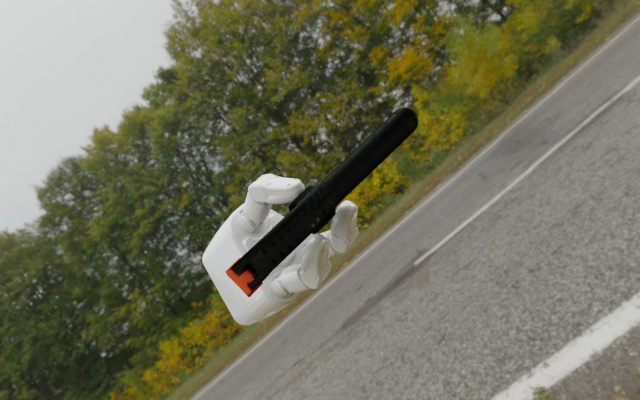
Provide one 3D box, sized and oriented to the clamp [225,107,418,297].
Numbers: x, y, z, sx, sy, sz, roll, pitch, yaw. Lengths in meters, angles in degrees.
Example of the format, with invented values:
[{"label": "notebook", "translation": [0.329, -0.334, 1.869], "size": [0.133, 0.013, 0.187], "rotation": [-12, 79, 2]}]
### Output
[{"label": "clamp", "translation": [-0.001, 0.001, 0.430], "size": [0.210, 0.036, 0.165], "rotation": [-44, 0, -41]}]
